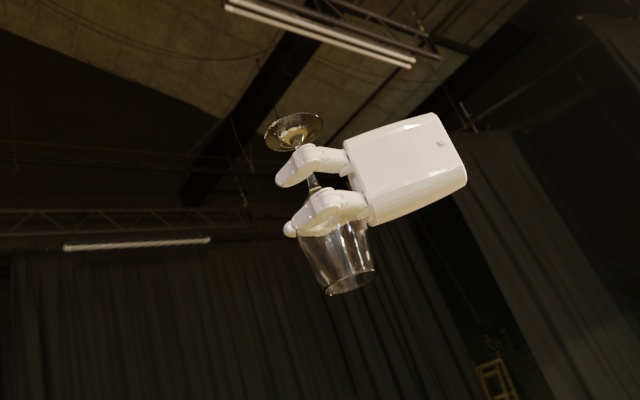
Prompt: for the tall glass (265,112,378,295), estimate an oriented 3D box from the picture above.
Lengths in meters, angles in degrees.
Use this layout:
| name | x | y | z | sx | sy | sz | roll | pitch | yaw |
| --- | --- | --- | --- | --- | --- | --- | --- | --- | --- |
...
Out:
| name | x | y | z | sx | sy | sz | roll | pitch | yaw |
| --- | --- | --- | --- | --- | --- | --- | --- | --- | --- |
| tall glass | 0.000 | 0.001 | 0.539 | 0.079 | 0.201 | 0.079 | -17 | -24 | -8 |
